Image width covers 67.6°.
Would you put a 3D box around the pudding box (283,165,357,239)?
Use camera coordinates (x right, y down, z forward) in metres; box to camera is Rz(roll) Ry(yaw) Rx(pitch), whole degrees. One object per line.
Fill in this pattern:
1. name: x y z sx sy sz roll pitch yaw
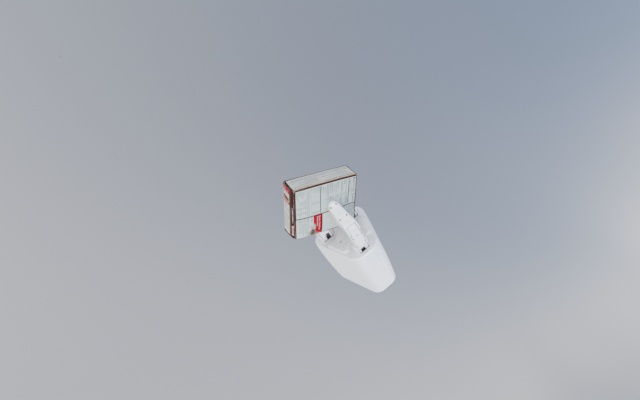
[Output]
1. pudding box: 0.000 0.003 0.736 0.113 0.090 0.039 -17 35 -26
